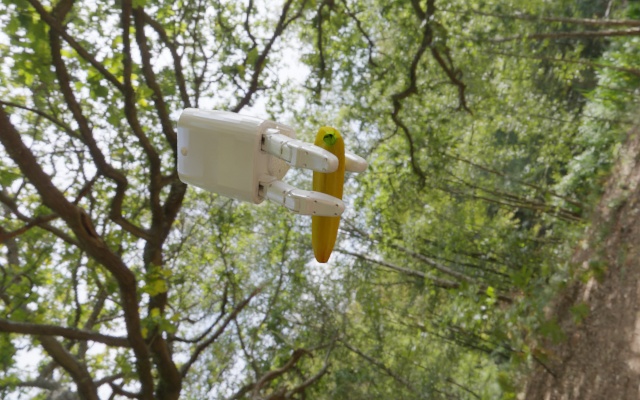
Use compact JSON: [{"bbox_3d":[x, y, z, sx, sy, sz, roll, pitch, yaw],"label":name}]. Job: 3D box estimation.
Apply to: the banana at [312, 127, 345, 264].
[{"bbox_3d":[0.006,-0.013,0.559,0.037,0.198,0.069,12,43,12],"label":"banana"}]
